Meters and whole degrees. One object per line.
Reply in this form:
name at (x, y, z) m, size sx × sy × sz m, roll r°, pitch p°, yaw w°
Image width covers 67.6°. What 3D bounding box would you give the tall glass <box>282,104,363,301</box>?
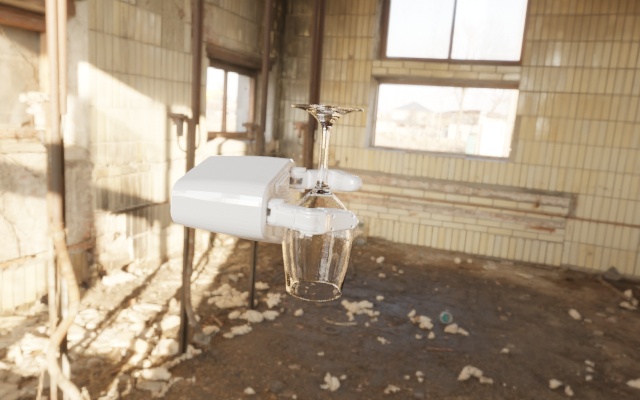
tall glass at (0.000, 0.001, 0.509) m, size 0.079 × 0.201 × 0.079 m, roll 4°, pitch 9°, yaw -1°
